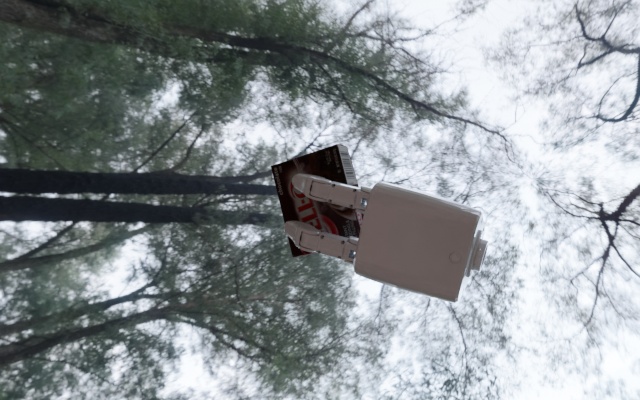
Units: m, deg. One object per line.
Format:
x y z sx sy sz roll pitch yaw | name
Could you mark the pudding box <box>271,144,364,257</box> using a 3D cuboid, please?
0.000 0.002 0.546 0.090 0.113 0.039 -15 -5 26 | pudding box
